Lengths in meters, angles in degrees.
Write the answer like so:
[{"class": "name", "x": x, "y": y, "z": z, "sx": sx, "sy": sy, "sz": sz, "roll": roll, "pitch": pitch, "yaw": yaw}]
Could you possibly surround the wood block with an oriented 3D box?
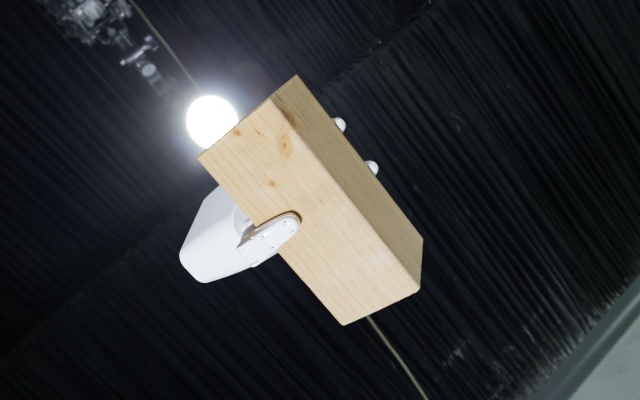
[{"class": "wood block", "x": 0.000, "y": 0.002, "z": 0.444, "sx": 0.090, "sy": 0.206, "sz": 0.090, "roll": -32, "pitch": 16, "yaw": 27}]
